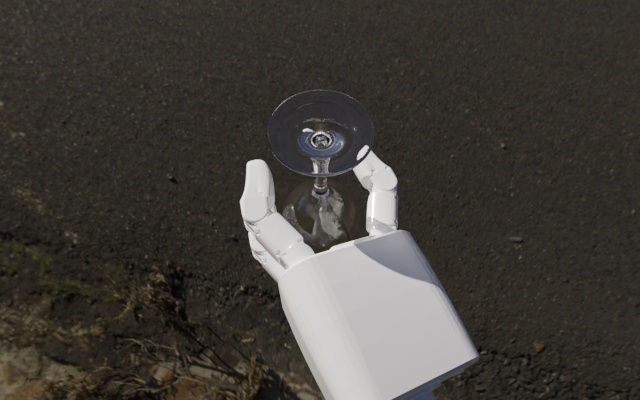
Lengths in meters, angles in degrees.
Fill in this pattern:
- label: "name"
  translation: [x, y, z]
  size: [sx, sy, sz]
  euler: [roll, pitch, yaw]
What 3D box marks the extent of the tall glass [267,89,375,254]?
- label: "tall glass"
  translation: [0.000, 0.001, 0.413]
  size: [0.079, 0.079, 0.201]
  euler: [0, -29, 0]
